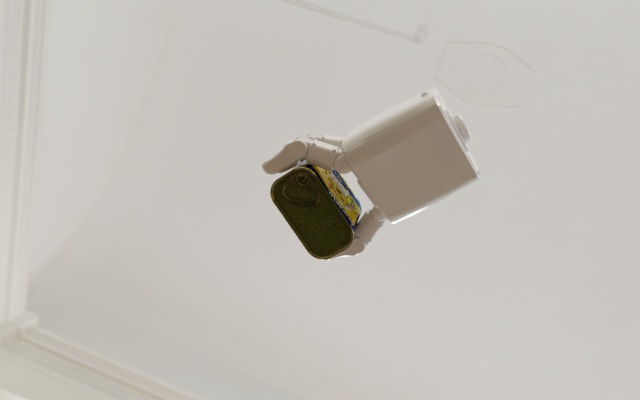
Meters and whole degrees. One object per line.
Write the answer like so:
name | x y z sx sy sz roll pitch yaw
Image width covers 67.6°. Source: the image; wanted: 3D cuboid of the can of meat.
can of meat | 0.000 0.002 0.536 0.057 0.102 0.084 -31 9 22
